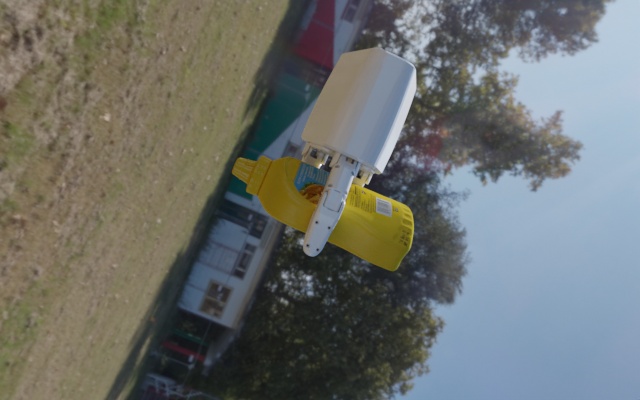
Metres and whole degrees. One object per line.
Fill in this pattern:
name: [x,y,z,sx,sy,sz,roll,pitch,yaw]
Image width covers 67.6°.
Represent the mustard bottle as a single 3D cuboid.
mustard bottle: [0.000,0.002,0.498,0.191,0.058,0.096,24,29,-6]
